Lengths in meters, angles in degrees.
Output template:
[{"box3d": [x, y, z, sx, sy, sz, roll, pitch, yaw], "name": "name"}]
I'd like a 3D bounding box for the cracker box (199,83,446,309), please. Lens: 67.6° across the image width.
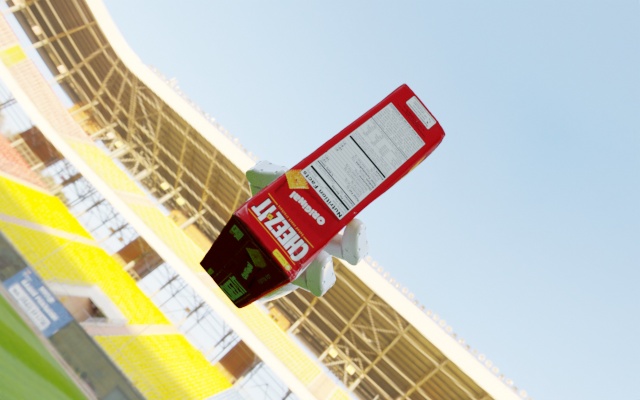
[{"box3d": [0.000, 0.001, 0.455, 0.213, 0.072, 0.164, -40, -1, -30], "name": "cracker box"}]
